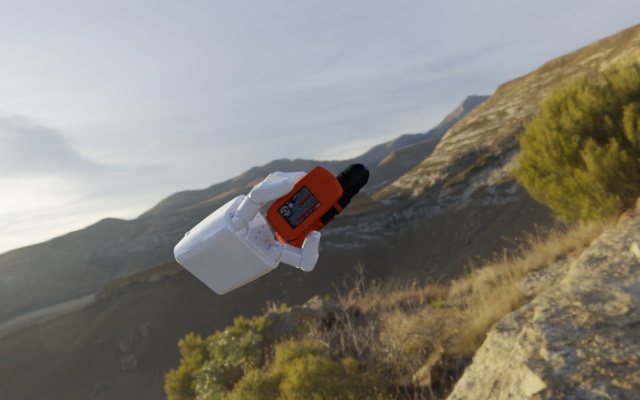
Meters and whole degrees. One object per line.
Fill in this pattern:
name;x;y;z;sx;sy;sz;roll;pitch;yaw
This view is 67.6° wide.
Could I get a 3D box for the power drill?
power drill;0.000;0.002;0.708;0.184;0.057;0.188;-44;-9;1
